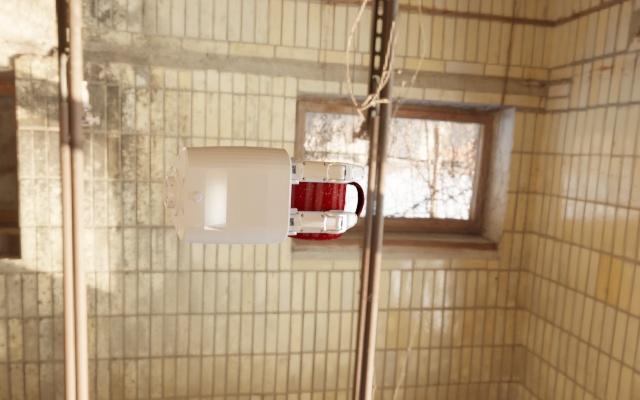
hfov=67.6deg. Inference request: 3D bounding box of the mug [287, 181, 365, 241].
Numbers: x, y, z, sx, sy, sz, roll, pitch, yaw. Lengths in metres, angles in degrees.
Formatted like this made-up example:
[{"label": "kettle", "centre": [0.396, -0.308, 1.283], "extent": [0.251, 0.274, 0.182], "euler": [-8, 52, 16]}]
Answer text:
[{"label": "mug", "centre": [0.001, 0.002, 0.584], "extent": [0.117, 0.081, 0.093], "euler": [1, 7, -25]}]
